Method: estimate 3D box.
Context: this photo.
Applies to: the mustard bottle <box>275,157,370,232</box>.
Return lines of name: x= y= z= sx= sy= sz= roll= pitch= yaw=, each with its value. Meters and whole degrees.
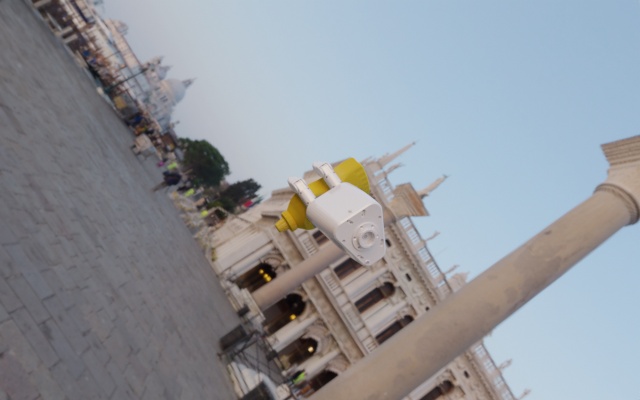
mustard bottle: x=0.000 y=0.003 z=0.898 sx=0.191 sy=0.058 sz=0.096 roll=-32 pitch=-37 yaw=-12
